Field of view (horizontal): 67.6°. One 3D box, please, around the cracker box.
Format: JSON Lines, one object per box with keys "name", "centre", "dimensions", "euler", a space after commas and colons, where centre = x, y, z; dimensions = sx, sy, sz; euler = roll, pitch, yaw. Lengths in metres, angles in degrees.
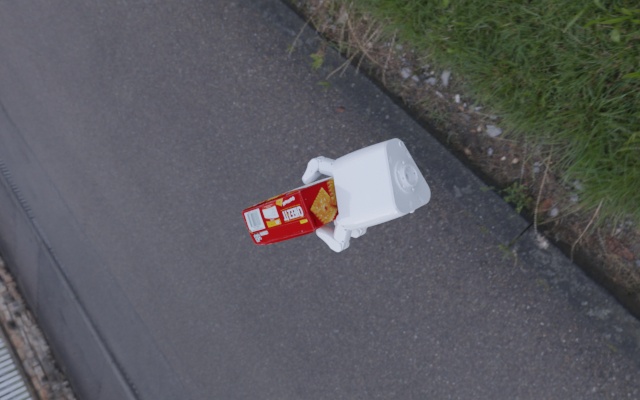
{"name": "cracker box", "centre": [0.000, 0.003, 0.819], "dimensions": [0.213, 0.072, 0.164], "euler": [-22, 3, -43]}
